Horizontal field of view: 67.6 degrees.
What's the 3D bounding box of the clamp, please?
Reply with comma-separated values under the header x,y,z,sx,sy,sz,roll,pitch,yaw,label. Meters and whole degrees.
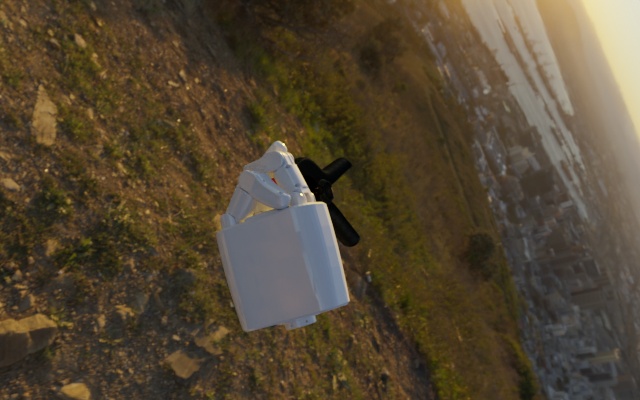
x,y,z,sx,sy,sz,roll,pitch,yaw,label
0.000,0.002,0.580,0.039,0.120,0.171,-20,-10,33,clamp
